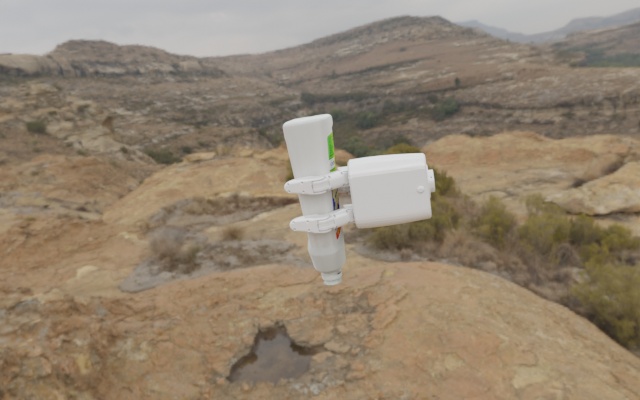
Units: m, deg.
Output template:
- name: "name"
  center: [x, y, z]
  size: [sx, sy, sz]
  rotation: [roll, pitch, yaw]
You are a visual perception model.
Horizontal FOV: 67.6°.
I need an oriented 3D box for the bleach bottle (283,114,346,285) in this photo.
- name: "bleach bottle"
  center: [0.000, 0.002, 0.716]
  size: [0.068, 0.251, 0.102]
  rotation: [-7, 13, 10]
